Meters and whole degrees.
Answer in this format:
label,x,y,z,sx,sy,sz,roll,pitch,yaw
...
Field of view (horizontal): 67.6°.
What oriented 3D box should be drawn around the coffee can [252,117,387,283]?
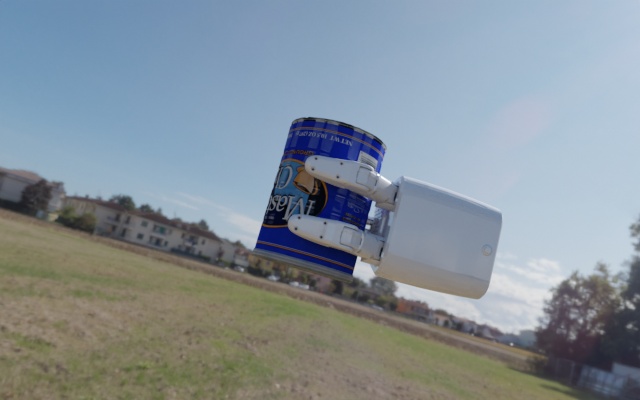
label,x,y,z,sx,sy,sz,roll,pitch,yaw
coffee can,0.000,0.002,0.482,0.103,0.140,0.103,15,-9,3
